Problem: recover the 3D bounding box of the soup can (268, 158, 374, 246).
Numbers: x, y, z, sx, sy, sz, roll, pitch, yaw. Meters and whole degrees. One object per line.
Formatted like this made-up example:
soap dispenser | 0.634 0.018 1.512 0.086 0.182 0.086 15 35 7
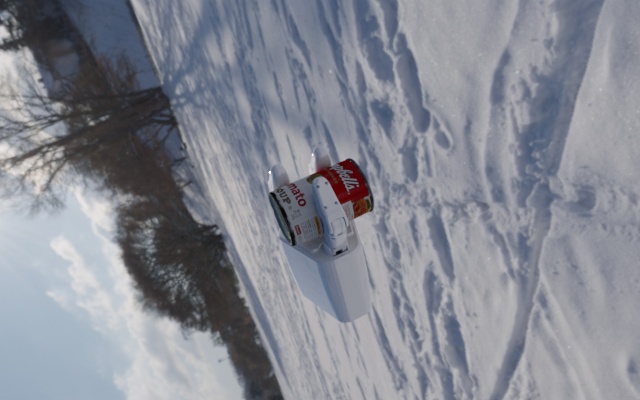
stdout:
soup can | 0.000 0.002 0.543 0.102 0.068 0.068 -24 5 -13
